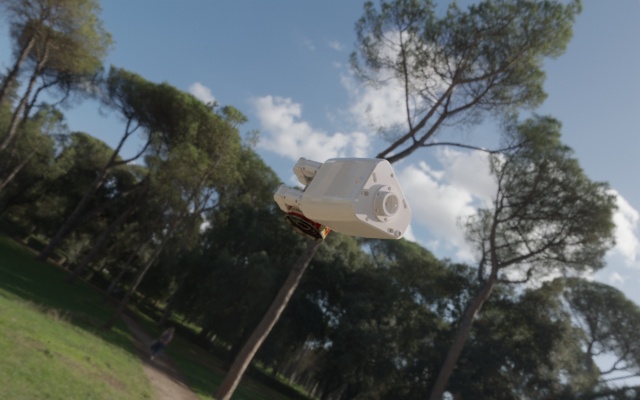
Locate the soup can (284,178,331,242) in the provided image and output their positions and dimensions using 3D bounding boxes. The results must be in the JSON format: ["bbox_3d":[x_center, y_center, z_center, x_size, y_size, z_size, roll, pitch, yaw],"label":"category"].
[{"bbox_3d":[0.000,0.002,0.728,0.068,0.102,0.068,28,-21,12],"label":"soup can"}]
